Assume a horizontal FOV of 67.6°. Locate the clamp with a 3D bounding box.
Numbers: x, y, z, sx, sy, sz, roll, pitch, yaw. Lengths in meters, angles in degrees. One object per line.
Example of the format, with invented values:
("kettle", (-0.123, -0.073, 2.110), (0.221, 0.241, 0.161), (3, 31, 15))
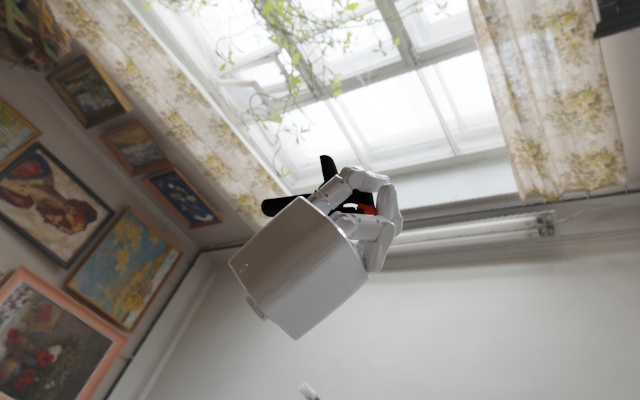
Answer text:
("clamp", (0.001, 0.002, 0.582), (0.120, 0.039, 0.171), (-40, 32, -8))
